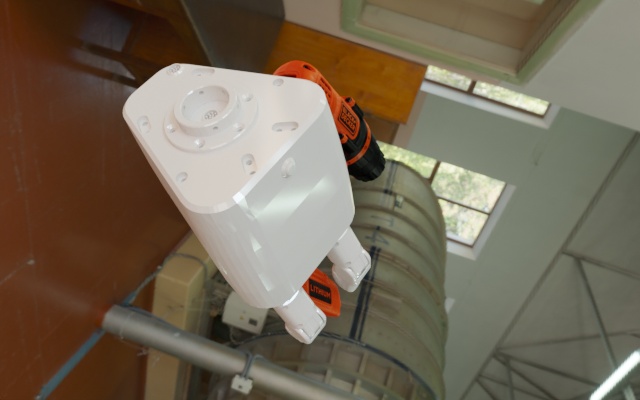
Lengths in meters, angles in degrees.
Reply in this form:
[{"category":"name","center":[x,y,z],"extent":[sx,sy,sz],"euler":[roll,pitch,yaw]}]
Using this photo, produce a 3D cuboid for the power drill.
[{"category":"power drill","center":[0.000,0.002,0.419],"extent":[0.057,0.187,0.184],"euler":[2,-18,31]}]
